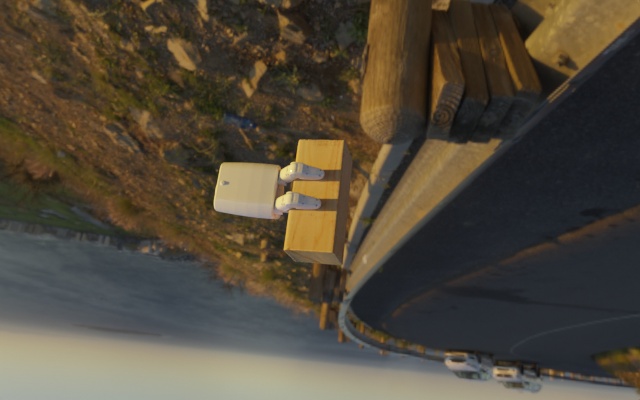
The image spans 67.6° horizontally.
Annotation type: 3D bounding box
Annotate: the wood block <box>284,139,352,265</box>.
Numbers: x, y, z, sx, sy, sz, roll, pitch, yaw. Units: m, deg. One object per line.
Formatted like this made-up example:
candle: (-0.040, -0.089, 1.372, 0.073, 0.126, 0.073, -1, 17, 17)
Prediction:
wood block: (0.000, 0.003, 0.859, 0.090, 0.206, 0.091, 2, -20, 12)
